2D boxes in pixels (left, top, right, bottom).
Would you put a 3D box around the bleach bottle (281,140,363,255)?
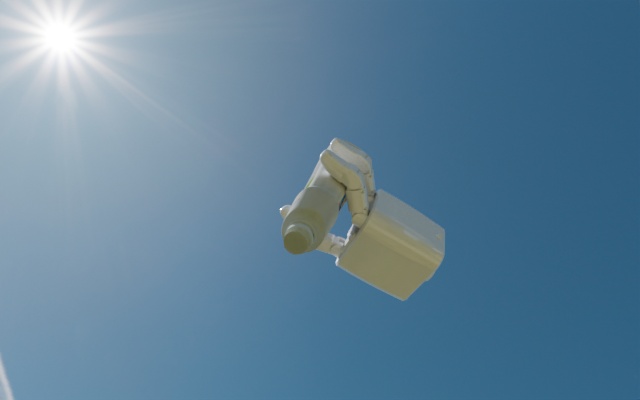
[{"bbox_3d":[0.000,0.002,0.618,0.068,0.103,0.250,29,28,1],"label":"bleach bottle"}]
